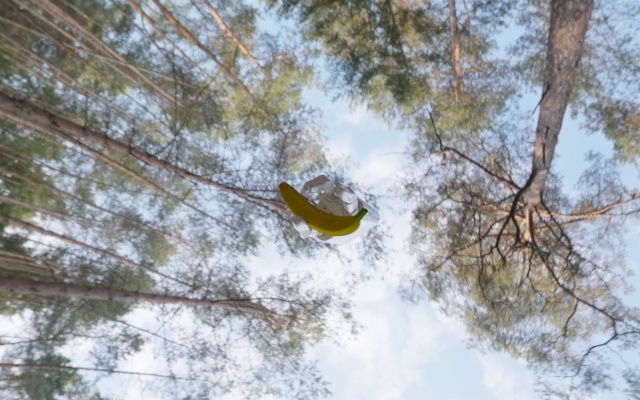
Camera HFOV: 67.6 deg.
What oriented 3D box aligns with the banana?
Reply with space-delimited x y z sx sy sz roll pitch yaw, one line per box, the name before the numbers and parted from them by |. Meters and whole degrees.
banana | -0.002 0.022 0.866 0.198 0.069 0.037 18 8 32
